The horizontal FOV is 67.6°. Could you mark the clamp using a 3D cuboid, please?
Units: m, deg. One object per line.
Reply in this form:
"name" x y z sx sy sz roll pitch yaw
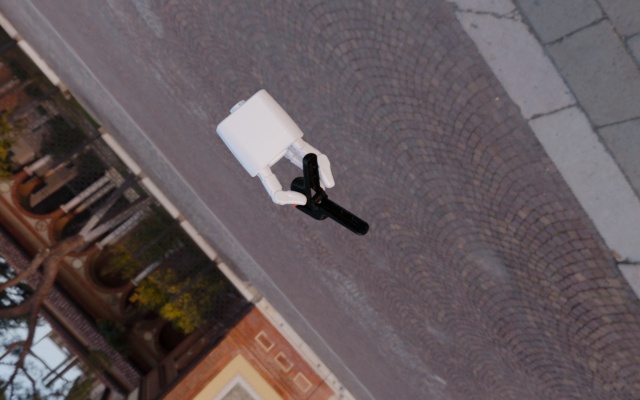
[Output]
"clamp" -0.001 0.003 0.858 0.036 0.164 0.210 -40 5 -19
